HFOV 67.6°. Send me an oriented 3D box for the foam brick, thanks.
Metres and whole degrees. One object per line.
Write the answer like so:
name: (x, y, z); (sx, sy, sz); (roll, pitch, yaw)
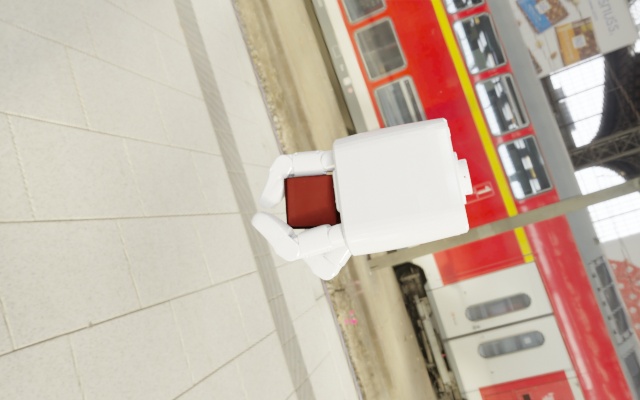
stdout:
foam brick: (0.000, 0.002, 0.491); (0.051, 0.053, 0.078); (-4, 1, 15)
